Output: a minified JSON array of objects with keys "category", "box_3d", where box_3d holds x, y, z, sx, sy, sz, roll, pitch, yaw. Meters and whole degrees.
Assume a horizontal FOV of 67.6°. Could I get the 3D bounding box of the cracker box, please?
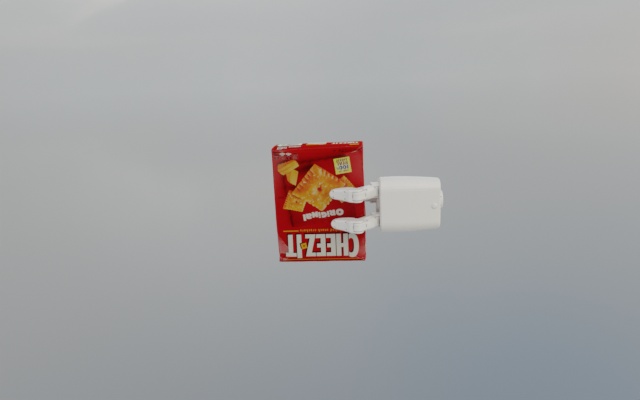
[{"category":"cracker box","box_3d":[0.000,0.003,0.875,0.164,0.214,0.072,-1,14,5]}]
